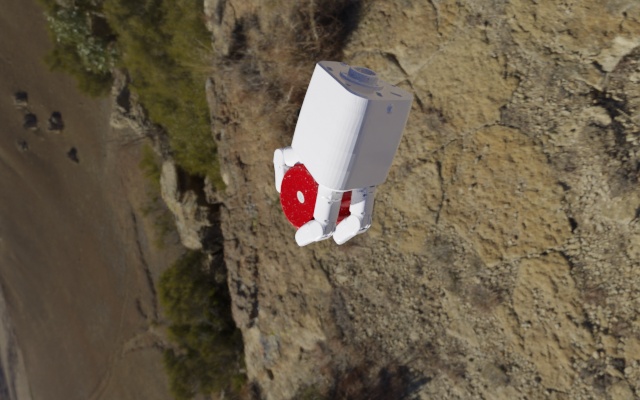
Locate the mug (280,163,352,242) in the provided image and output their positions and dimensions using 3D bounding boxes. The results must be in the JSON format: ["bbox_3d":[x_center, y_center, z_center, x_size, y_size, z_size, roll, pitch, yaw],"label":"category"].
[{"bbox_3d":[0.000,0.003,0.608,0.081,0.117,0.093,-9,38,-41],"label":"mug"}]
